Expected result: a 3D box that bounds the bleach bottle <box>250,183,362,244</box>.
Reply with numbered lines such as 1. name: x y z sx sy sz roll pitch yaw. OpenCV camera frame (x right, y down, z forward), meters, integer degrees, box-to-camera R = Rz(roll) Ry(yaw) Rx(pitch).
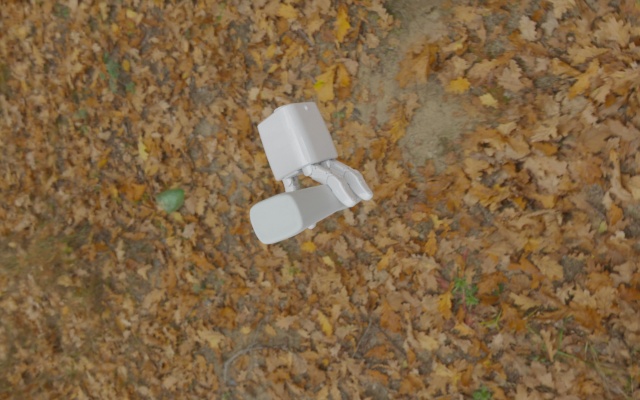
1. bleach bottle: 0.000 0.003 0.816 0.102 0.068 0.251 -21 0 36
